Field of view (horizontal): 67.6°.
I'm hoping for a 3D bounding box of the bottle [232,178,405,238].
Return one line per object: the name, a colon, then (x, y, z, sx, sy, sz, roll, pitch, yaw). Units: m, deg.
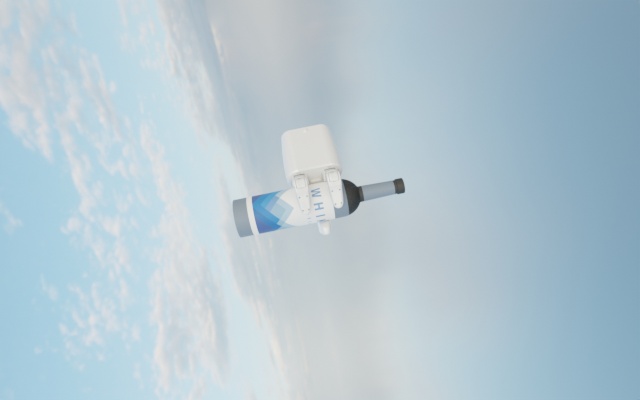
bottle: (0.000, 0.003, 0.828, 0.296, 0.069, 0.069, -11, 0, -2)
